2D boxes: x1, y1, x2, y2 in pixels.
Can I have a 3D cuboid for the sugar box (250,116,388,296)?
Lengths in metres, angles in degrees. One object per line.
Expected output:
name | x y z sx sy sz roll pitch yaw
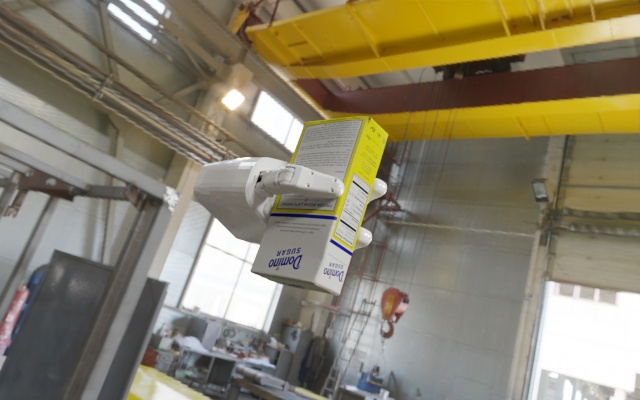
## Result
sugar box | 0.000 0.002 0.485 0.093 0.176 0.048 2 -22 43
